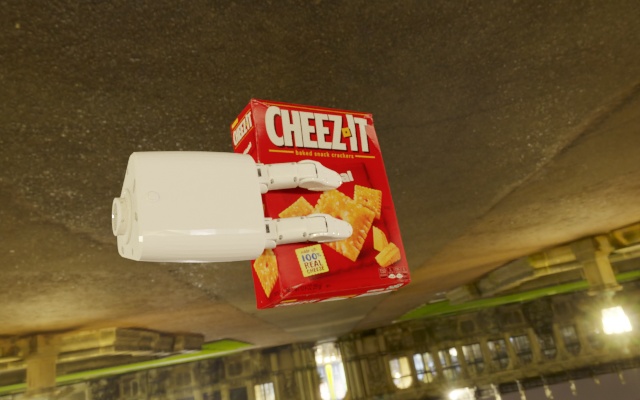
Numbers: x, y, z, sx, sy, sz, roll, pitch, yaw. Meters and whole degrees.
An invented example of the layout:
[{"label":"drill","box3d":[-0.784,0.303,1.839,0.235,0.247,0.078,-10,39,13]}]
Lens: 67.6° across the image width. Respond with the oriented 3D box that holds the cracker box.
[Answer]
[{"label":"cracker box","box3d":[0.000,0.002,0.531,0.164,0.213,0.072,0,-20,-32]}]
